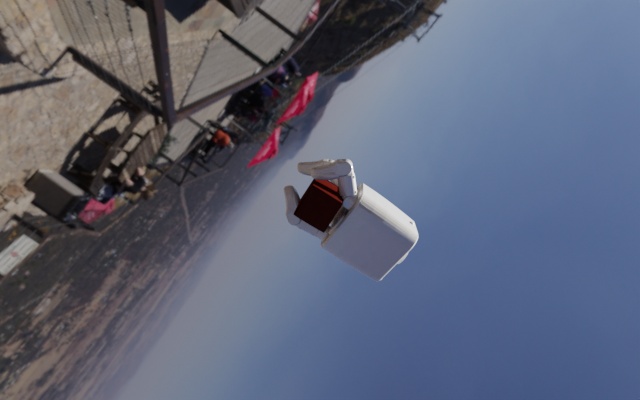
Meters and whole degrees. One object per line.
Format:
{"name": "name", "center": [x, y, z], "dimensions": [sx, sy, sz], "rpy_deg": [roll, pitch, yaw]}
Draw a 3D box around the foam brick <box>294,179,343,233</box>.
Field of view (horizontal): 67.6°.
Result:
{"name": "foam brick", "center": [0.000, 0.002, 0.694], "dimensions": [0.051, 0.053, 0.078], "rpy_deg": [33, 16, -4]}
